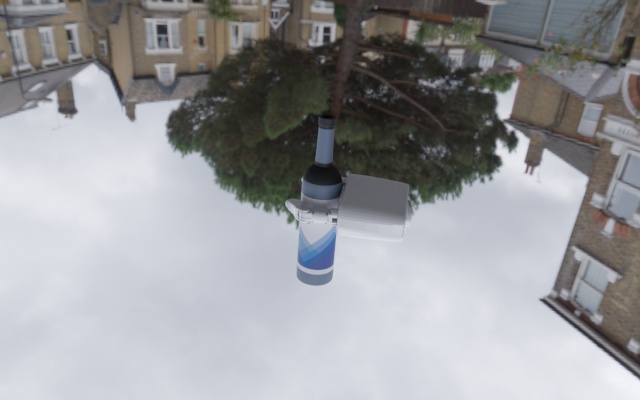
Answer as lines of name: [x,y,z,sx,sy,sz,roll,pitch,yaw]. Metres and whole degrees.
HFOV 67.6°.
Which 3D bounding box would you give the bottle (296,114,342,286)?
bottle: [0.000,0.003,0.806,0.069,0.296,0.069,4,24,-2]
